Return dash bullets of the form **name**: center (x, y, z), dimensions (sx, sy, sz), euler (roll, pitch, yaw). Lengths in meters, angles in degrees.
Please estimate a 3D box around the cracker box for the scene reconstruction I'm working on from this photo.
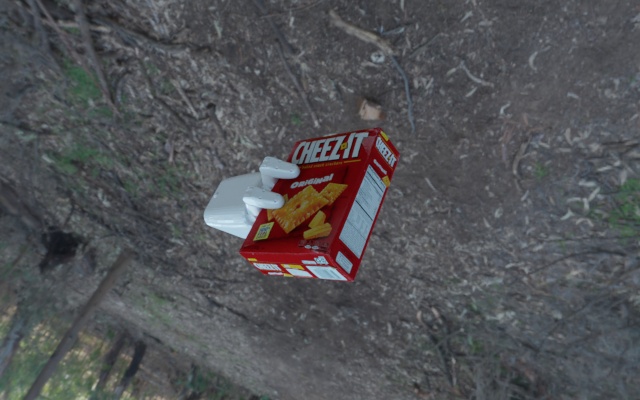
- **cracker box**: center (0.000, 0.002, 0.677), dimensions (0.164, 0.213, 0.072), euler (-3, -38, 40)
